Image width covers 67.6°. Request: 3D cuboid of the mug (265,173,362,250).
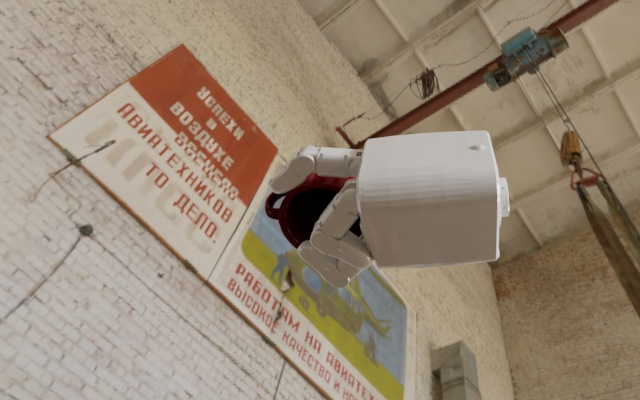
[{"bbox_3d":[-0.001,0.002,0.500,0.117,0.093,0.081,-2,33,15],"label":"mug"}]
